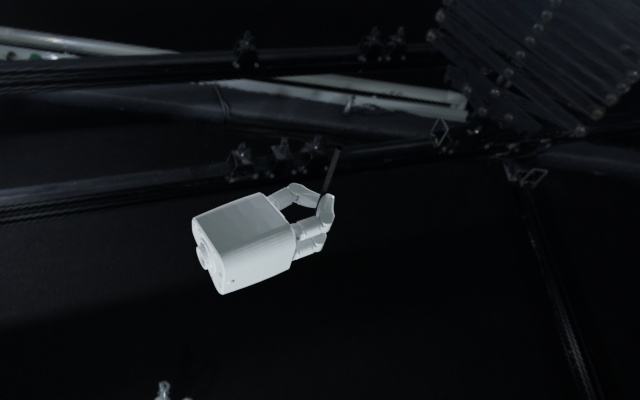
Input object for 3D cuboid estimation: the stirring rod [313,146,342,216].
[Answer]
[{"bbox_3d":[0.000,0.002,0.712,0.011,0.011,0.240,0,-36,-14],"label":"stirring rod"}]
